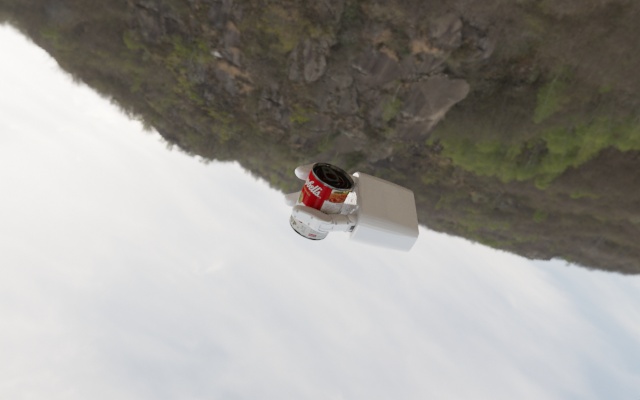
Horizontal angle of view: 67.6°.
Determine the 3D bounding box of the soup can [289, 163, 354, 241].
[{"bbox_3d":[0.000,0.003,0.732,0.068,0.102,0.068,19,31,-12],"label":"soup can"}]
